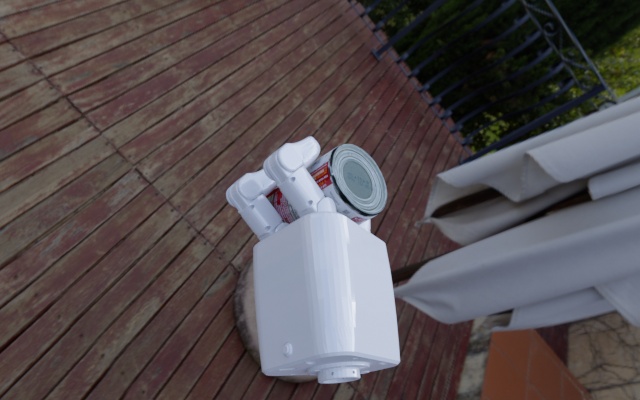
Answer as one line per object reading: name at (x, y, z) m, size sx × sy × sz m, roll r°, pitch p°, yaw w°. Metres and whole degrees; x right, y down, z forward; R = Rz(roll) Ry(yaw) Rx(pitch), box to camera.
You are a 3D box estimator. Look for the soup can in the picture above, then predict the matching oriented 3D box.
soup can at (0.000, 0.001, 0.428) m, size 0.068 × 0.068 × 0.102 m, roll 0°, pitch -23°, yaw -46°
